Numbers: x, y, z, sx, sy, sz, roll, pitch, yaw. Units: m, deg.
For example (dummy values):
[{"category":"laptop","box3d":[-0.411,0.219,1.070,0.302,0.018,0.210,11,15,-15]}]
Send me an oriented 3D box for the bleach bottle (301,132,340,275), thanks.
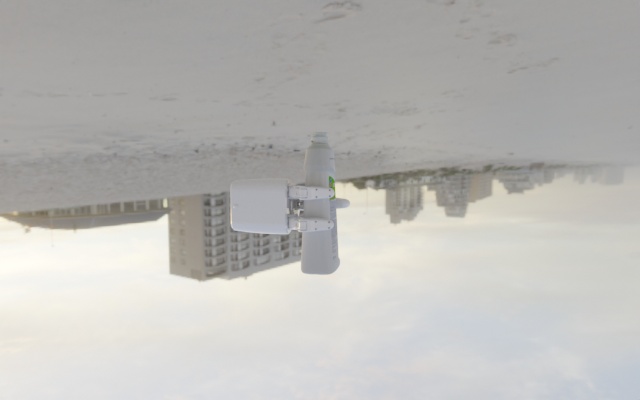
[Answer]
[{"category":"bleach bottle","box3d":[0.000,0.003,0.872,0.068,0.251,0.102,1,5,10]}]
